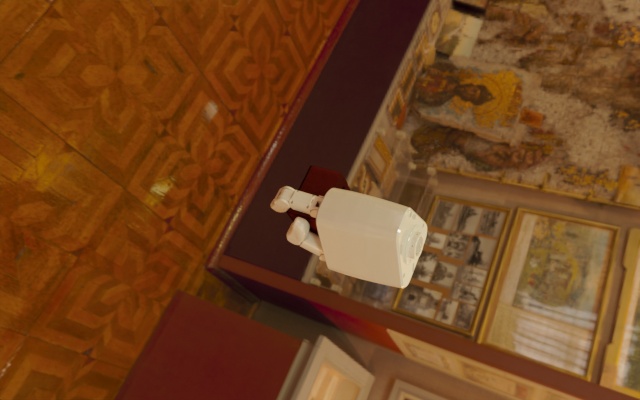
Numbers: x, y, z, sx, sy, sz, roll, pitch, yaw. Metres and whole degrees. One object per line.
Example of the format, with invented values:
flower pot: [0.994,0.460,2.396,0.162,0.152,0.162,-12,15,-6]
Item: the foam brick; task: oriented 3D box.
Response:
foam brick: [0.000,0.002,0.638,0.051,0.078,0.053,13,-26,29]
